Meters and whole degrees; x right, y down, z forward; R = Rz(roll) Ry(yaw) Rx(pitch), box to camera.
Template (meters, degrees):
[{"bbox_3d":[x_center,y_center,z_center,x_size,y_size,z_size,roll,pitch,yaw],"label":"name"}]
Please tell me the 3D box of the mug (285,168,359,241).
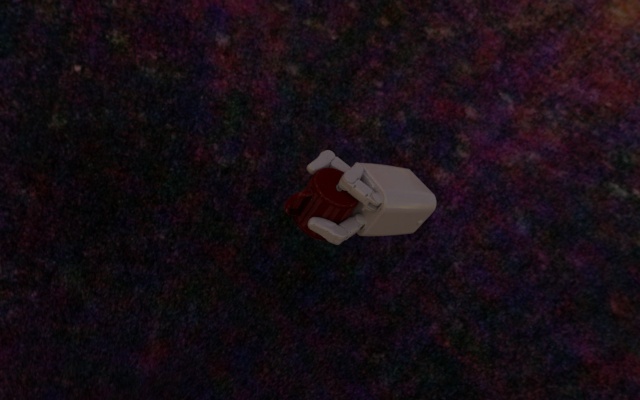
[{"bbox_3d":[-0.001,0.002,0.748,0.117,0.093,0.081,1,-39,-30],"label":"mug"}]
